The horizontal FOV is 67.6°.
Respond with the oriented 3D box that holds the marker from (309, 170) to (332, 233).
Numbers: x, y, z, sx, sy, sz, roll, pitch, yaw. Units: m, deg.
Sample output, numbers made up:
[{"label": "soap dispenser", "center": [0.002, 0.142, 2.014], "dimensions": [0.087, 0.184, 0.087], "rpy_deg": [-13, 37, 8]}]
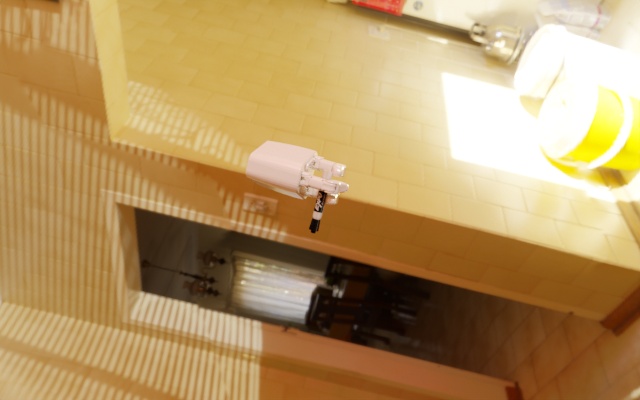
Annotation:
[{"label": "marker", "center": [0.000, 0.003, 0.889], "dimensions": [0.020, 0.121, 0.020], "rpy_deg": [14, 9, -2]}]
